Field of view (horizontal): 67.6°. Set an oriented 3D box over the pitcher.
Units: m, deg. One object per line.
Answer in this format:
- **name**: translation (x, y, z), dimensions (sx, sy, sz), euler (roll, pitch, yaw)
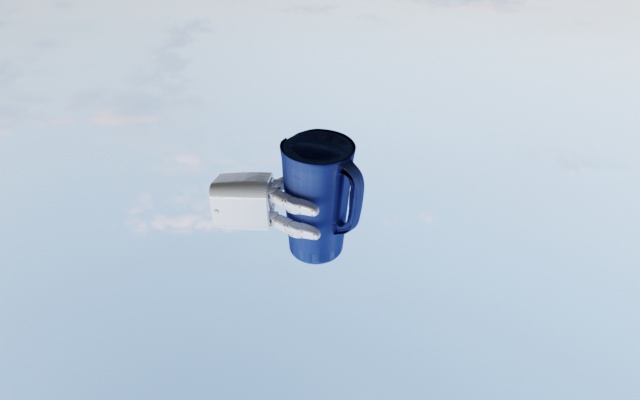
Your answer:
- **pitcher**: translation (0.000, 0.003, 0.888), dimensions (0.145, 0.243, 0.149), euler (1, 34, 0)
